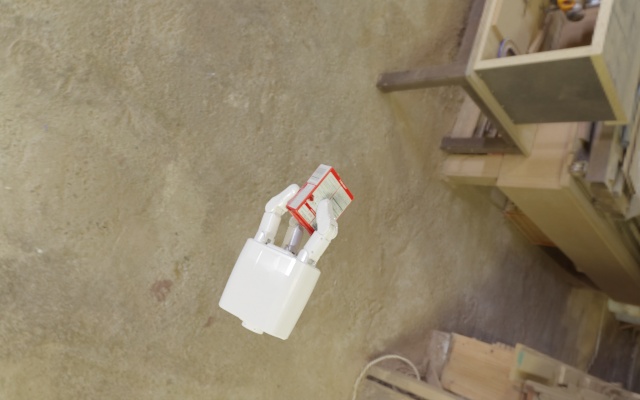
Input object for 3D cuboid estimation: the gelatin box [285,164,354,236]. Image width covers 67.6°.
[{"bbox_3d":[0.001,0.002,0.709,0.030,0.089,0.073,22,-23,49],"label":"gelatin box"}]
